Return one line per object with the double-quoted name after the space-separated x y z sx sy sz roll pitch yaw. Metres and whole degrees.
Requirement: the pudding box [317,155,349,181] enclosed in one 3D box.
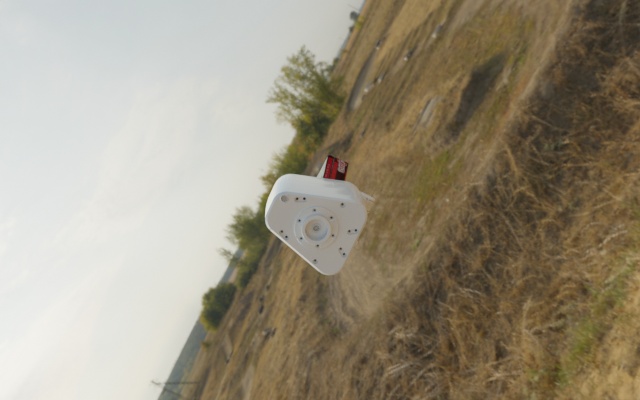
0.000 0.002 0.705 0.039 0.113 0.090 25 38 -8 "pudding box"
